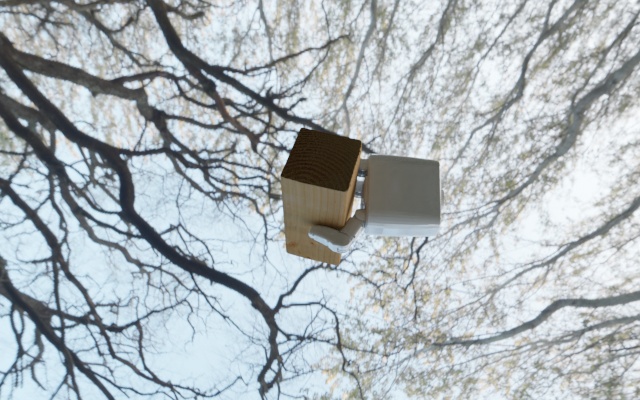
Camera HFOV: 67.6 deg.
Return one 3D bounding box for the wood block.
[{"bbox_3d":[0.000,0.003,0.702,0.090,0.090,0.206,14,-34,8],"label":"wood block"}]
